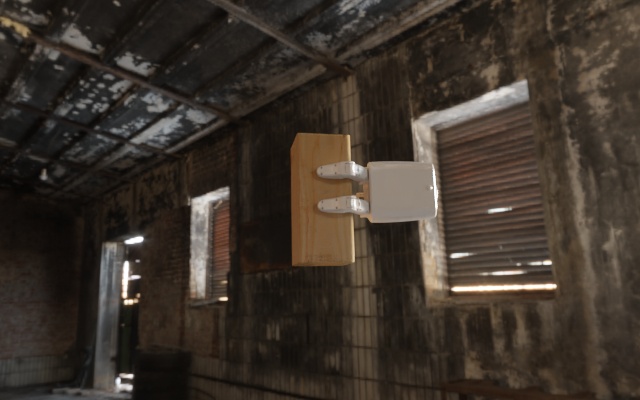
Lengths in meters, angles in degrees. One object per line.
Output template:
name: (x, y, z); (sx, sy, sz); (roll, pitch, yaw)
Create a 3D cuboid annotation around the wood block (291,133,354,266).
wood block: (0.000, 0.003, 0.790); (0.090, 0.206, 0.091); (1, -12, -10)
